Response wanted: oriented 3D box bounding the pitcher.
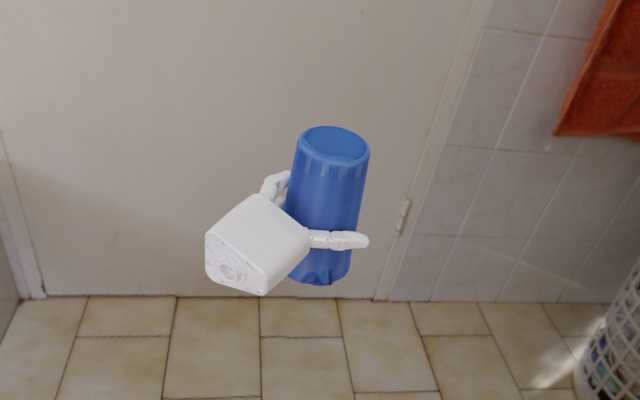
[{"bbox_3d":[0.000,0.003,0.768,0.149,0.243,0.145,27,40,21],"label":"pitcher"}]
